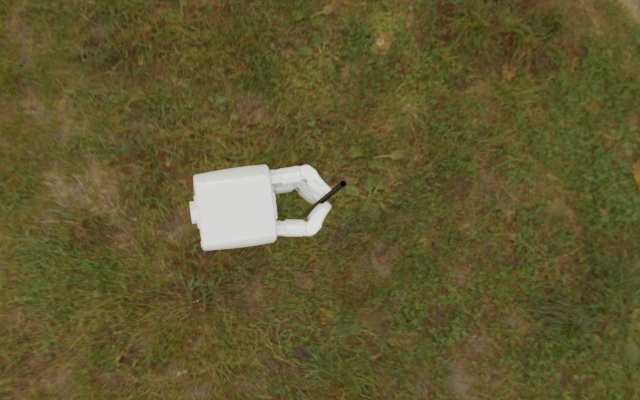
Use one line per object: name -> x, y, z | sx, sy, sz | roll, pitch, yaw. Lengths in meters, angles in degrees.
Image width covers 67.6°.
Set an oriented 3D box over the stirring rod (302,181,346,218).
stirring rod -> 0.000, 0.002, 0.729 | 0.011, 0.011, 0.239 | 0, -12, -14
